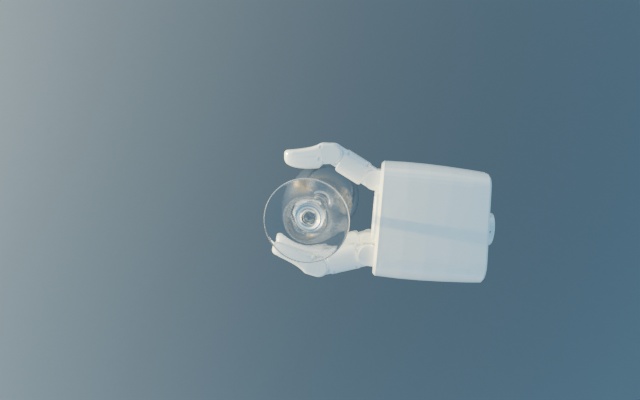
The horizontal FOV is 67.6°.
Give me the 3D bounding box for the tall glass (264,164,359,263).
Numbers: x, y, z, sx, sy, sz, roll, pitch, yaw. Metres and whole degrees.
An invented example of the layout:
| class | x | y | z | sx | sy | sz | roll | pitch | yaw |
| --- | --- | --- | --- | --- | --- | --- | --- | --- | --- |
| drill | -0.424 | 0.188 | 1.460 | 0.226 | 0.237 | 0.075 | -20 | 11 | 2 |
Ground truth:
| class | x | y | z | sx | sy | sz | roll | pitch | yaw |
| --- | --- | --- | --- | --- | --- | --- | --- | --- | --- |
| tall glass | 0.000 | 0.002 | 0.503 | 0.079 | 0.079 | 0.201 | 0 | 9 | 7 |
